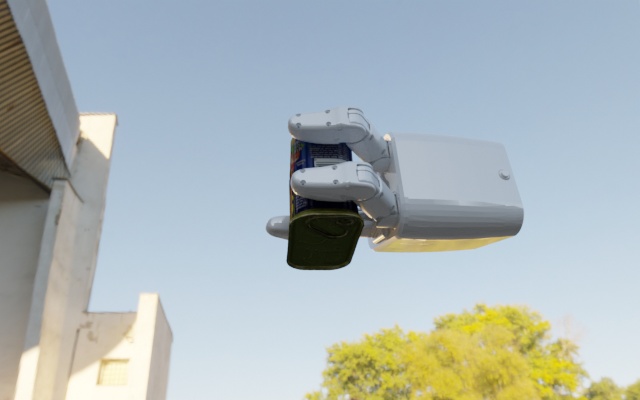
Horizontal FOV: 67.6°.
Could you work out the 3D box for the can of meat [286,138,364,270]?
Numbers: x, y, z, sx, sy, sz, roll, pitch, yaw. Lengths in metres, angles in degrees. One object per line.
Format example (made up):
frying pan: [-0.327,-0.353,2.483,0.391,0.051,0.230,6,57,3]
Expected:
can of meat: [0.000,0.001,0.409,0.057,0.084,0.102,1,-31,-6]
